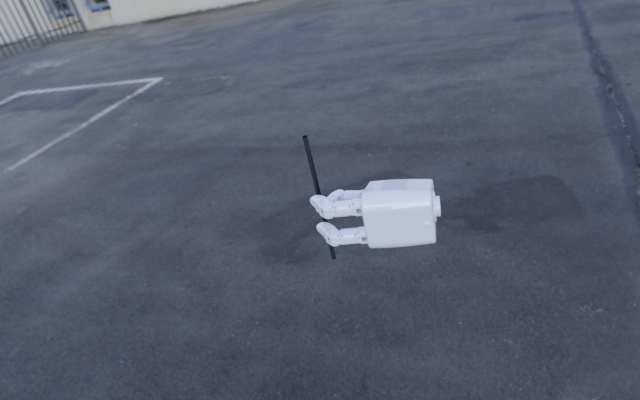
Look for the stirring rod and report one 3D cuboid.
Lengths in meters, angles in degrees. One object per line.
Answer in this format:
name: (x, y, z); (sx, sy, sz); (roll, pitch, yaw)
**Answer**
stirring rod: (0.000, 0.003, 0.794); (0.011, 0.240, 0.011); (-10, 31, 6)
